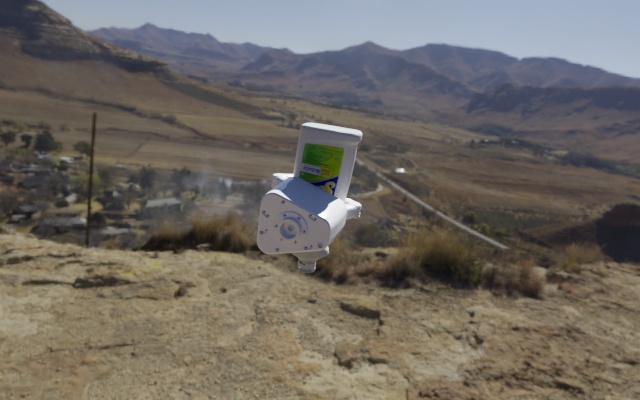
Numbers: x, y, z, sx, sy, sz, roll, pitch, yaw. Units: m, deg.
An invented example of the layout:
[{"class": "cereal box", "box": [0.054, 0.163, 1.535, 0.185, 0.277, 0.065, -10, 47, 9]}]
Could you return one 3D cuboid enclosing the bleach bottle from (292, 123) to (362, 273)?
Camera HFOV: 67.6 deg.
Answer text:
[{"class": "bleach bottle", "box": [0.000, 0.003, 0.798, 0.102, 0.251, 0.068, 11, 16, 12]}]
